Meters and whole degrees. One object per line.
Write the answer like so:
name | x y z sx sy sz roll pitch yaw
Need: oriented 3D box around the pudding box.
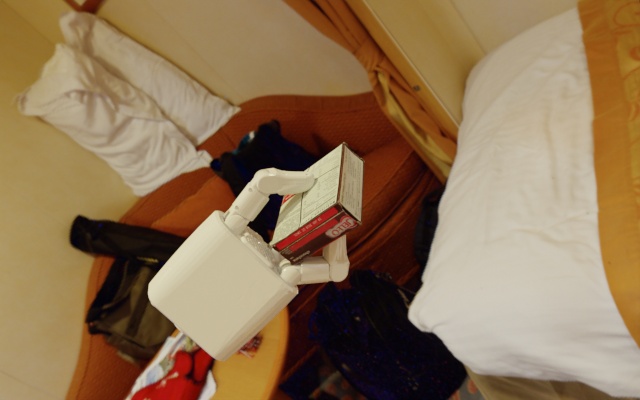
pudding box | 0.000 0.002 0.492 0.090 0.113 0.039 -33 -61 27
